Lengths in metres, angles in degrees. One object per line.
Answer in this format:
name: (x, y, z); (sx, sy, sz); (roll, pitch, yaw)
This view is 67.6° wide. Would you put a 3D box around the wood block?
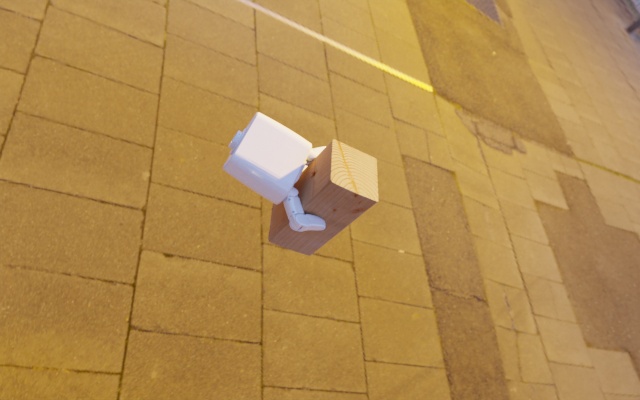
wood block: (0.000, 0.003, 0.813); (0.090, 0.090, 0.206); (22, -40, -23)
